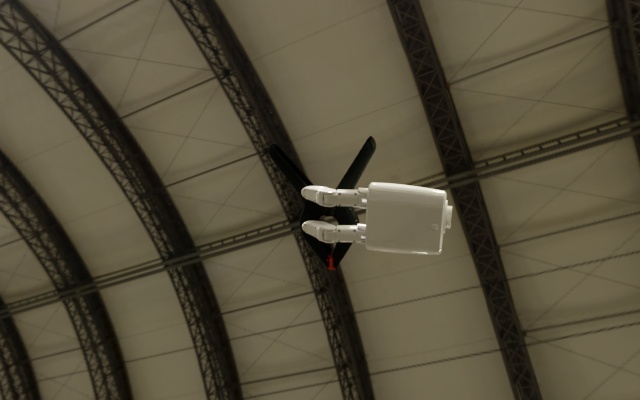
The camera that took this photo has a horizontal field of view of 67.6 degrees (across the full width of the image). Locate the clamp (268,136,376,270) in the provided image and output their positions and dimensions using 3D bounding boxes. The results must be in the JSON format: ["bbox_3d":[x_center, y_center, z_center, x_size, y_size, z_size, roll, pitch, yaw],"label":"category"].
[{"bbox_3d":[0.001,0.003,0.729,0.164,0.210,0.036,6,18,18],"label":"clamp"}]
